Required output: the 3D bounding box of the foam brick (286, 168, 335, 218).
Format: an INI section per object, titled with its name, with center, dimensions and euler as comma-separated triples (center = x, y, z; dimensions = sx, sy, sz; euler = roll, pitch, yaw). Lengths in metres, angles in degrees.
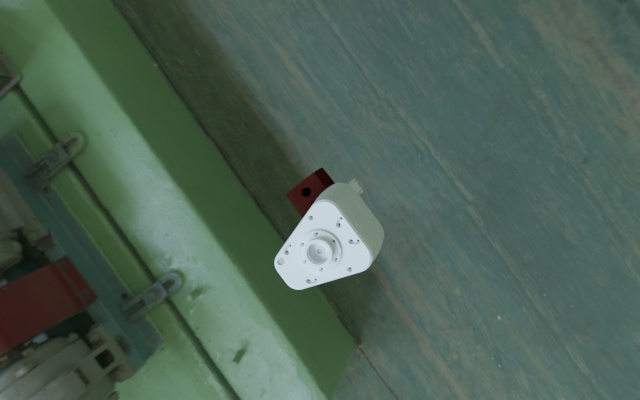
[foam brick]
center = 0.000, 0.002, 0.650
dimensions = 0.053, 0.078, 0.051
euler = -37, 1, 17
